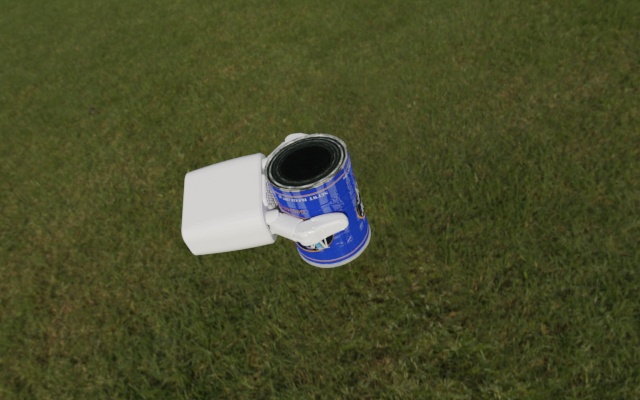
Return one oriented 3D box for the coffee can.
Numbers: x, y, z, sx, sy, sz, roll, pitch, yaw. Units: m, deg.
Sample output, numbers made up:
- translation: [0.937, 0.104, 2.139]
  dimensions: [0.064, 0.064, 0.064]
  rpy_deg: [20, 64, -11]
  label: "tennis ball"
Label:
- translation: [0.000, 0.002, 0.605]
  dimensions: [0.103, 0.140, 0.102]
  rpy_deg: [-11, 42, 10]
  label: "coffee can"
